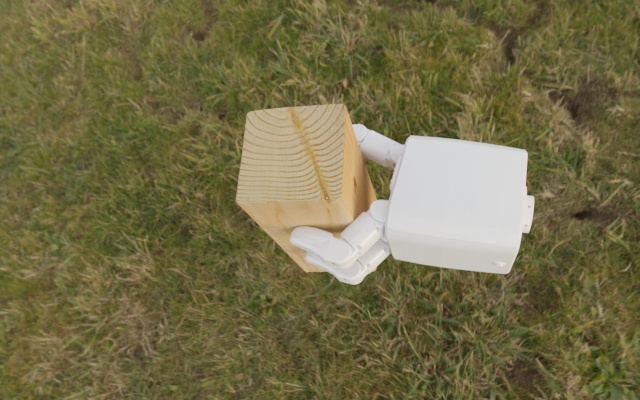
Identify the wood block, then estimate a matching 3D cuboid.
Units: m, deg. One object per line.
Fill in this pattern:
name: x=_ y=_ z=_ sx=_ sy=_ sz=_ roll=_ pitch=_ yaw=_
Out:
wood block: x=0.000 y=0.001 z=0.480 sx=0.090 sy=0.090 sz=0.206 roll=-2 pitch=-24 yaw=14
